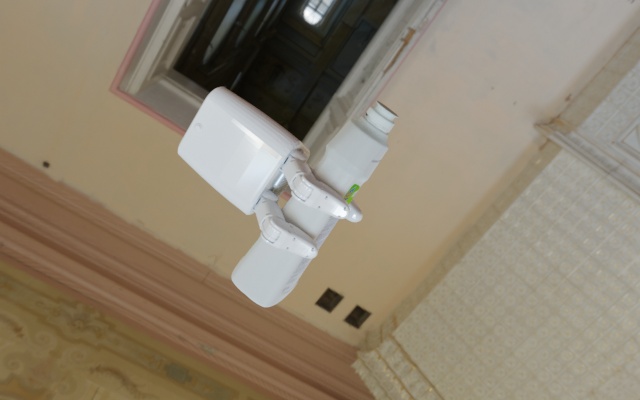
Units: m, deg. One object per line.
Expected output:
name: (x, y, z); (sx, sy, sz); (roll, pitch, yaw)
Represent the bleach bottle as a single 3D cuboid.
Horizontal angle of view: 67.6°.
bleach bottle: (0.000, 0.002, 0.529); (0.068, 0.251, 0.102); (39, 19, 7)
